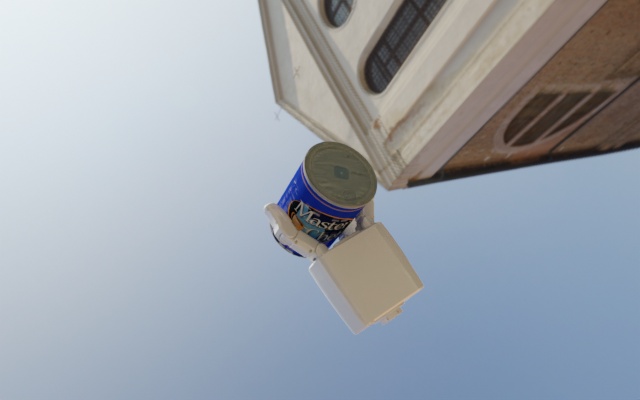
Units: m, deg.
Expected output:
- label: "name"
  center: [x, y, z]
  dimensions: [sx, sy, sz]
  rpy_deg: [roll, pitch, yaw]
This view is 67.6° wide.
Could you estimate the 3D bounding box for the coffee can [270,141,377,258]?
- label: "coffee can"
  center: [0.000, 0.002, 0.658]
  dimensions: [0.103, 0.102, 0.140]
  rpy_deg: [0, -33, -28]
